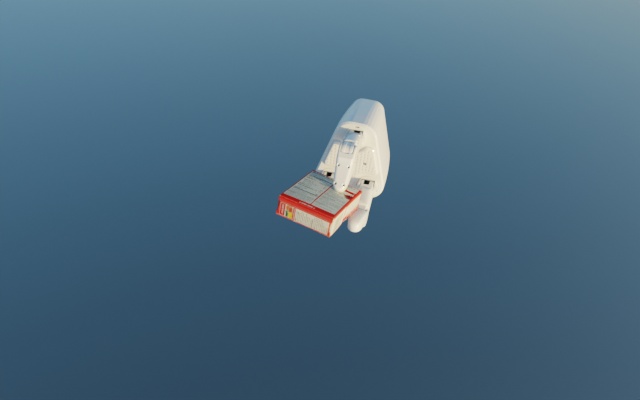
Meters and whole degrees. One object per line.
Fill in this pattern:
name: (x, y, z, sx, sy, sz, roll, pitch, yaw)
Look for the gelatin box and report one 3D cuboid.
gelatin box: (0.000, 0.002, 0.583, 0.073, 0.030, 0.089, 23, 32, 18)
